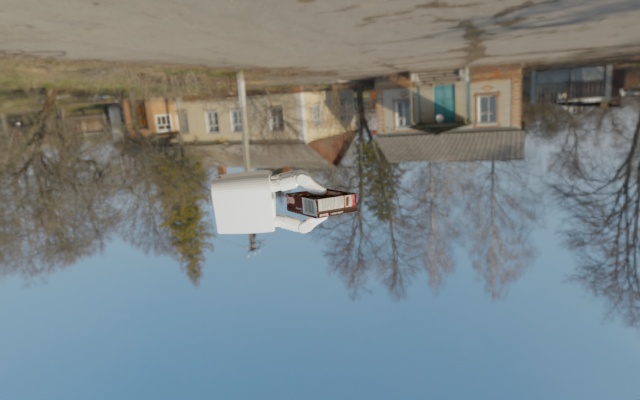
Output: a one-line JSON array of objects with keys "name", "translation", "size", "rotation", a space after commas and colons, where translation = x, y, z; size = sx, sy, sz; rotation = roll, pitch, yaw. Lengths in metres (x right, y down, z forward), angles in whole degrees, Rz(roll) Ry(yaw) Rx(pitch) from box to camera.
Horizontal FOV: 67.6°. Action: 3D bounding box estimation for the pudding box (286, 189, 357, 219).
[{"name": "pudding box", "translation": [0.000, 0.003, 0.890], "size": [0.090, 0.039, 0.113], "rotation": [-10, 13, -31]}]
